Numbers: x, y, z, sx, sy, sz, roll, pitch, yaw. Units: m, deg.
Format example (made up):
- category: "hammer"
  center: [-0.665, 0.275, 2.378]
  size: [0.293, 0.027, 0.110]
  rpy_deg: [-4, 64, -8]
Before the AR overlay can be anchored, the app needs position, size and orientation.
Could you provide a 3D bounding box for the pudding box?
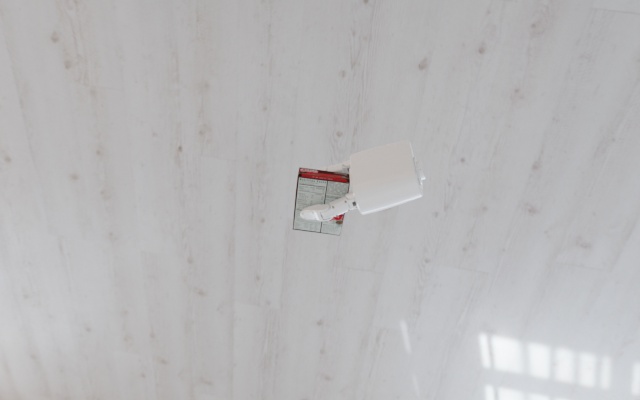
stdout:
- category: "pudding box"
  center: [0.000, 0.003, 0.829]
  size: [0.090, 0.114, 0.039]
  rpy_deg: [8, 29, 0]
